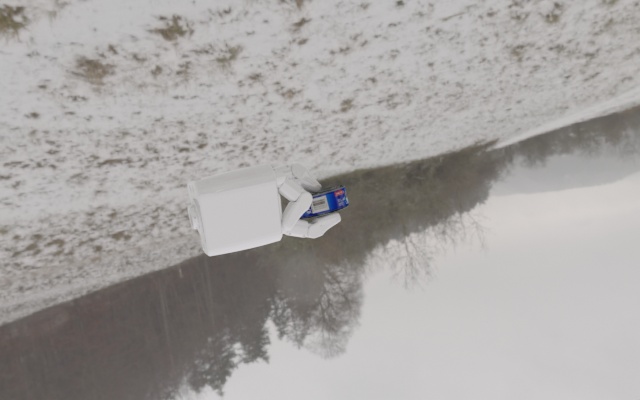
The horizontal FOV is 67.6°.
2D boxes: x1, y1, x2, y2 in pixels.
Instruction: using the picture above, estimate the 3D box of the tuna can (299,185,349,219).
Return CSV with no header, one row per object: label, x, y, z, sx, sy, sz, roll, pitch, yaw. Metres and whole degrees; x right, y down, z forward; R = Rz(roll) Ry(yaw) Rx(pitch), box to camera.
tuna can,0.000,0.003,0.741,0.086,0.034,0.086,-15,4,1
